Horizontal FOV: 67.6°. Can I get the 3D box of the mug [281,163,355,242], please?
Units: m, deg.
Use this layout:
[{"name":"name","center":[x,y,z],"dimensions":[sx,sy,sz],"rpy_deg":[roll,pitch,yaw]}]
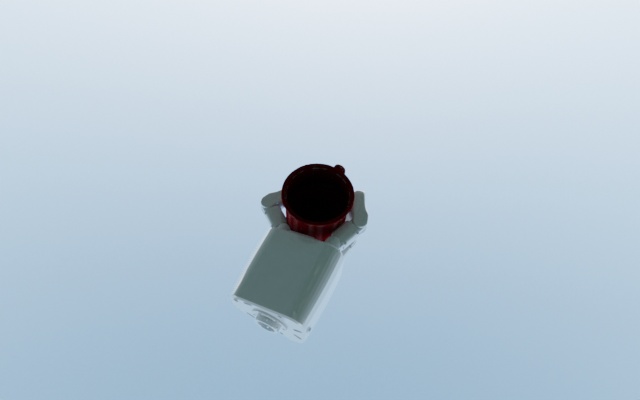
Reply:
[{"name":"mug","center":[0.001,0.001,0.642],"dimensions":[0.093,0.117,0.081],"rpy_deg":[25,-29,11]}]
